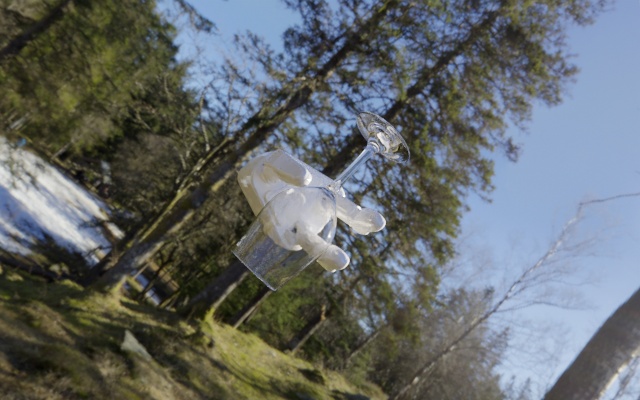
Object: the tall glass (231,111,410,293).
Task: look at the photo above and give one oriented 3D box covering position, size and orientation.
[{"bbox_3d":[0.001,0.001,0.497,0.079,0.201,0.079,41,-12,11],"label":"tall glass"}]
